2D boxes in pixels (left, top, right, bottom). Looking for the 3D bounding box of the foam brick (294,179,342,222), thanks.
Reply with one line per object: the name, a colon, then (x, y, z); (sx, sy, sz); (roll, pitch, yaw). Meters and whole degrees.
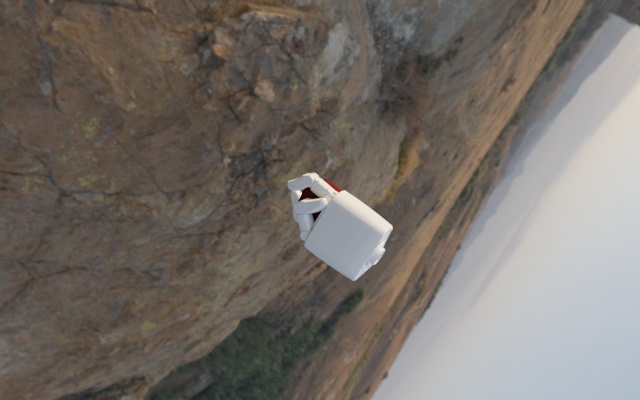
foam brick: (0.000, 0.003, 0.858); (0.051, 0.053, 0.078); (35, 30, 17)
